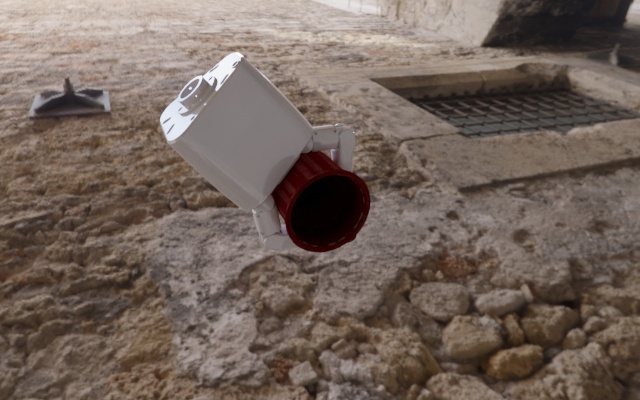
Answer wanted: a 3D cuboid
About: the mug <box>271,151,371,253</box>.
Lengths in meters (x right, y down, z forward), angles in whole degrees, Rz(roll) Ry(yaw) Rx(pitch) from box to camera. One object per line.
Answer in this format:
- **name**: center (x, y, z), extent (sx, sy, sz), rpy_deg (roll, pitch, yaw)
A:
- **mug**: center (0.001, 0.002, 0.514), extent (0.117, 0.093, 0.081), rpy_deg (45, 2, -36)
